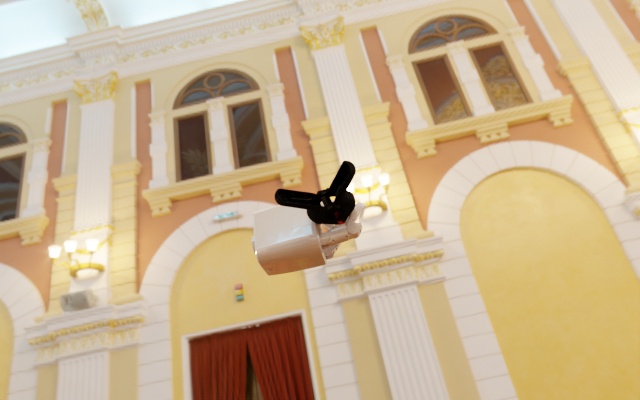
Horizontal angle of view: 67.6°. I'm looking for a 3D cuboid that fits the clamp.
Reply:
[{"bbox_3d":[0.000,0.002,0.726,0.120,0.039,0.171,-14,-27,2],"label":"clamp"}]
